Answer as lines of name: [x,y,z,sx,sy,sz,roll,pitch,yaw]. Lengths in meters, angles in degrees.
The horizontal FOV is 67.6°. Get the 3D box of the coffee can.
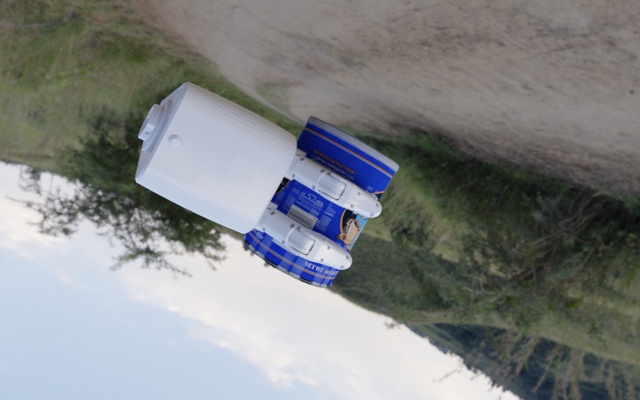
coffee can: [0.000,0.002,0.482,0.103,0.140,0.103,29,4,-2]
